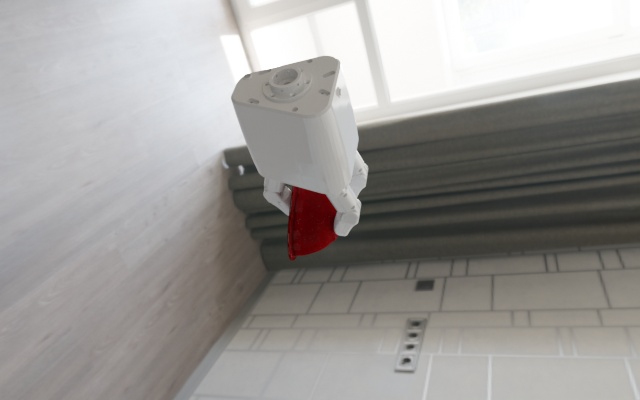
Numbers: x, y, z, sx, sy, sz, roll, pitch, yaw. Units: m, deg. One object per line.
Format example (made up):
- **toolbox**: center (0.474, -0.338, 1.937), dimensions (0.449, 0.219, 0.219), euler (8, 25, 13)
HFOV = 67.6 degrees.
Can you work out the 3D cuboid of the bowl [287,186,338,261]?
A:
- **bowl**: center (0.001, 0.003, 0.621), dimensions (0.055, 0.162, 0.162), euler (8, 1, 5)
